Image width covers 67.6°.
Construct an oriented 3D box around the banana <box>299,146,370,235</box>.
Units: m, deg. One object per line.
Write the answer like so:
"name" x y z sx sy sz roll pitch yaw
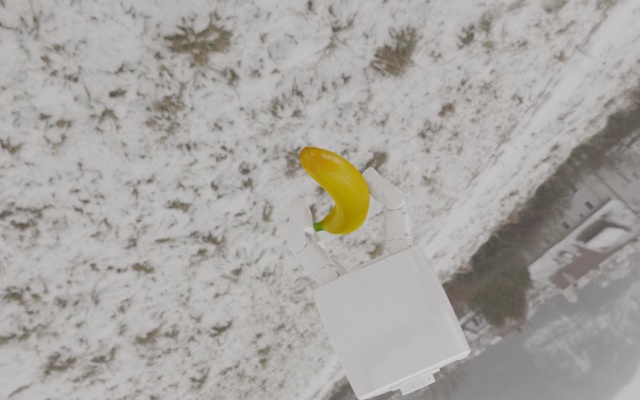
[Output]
"banana" 0.018 -0.001 0.498 0.069 0.037 0.198 -11 -25 -4
